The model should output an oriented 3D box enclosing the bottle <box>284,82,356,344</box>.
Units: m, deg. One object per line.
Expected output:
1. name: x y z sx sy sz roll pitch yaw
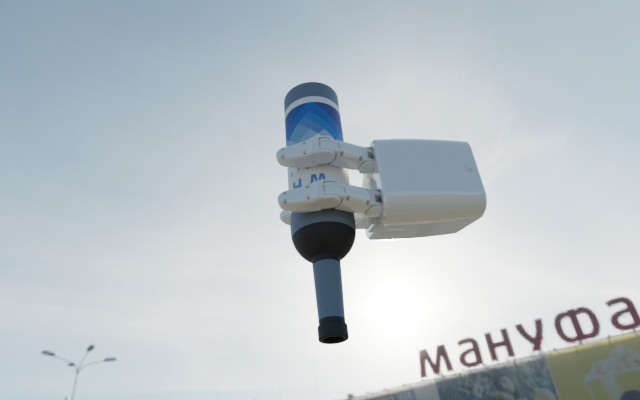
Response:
1. bottle: 0.000 0.001 0.505 0.069 0.295 0.069 -4 -33 -3
